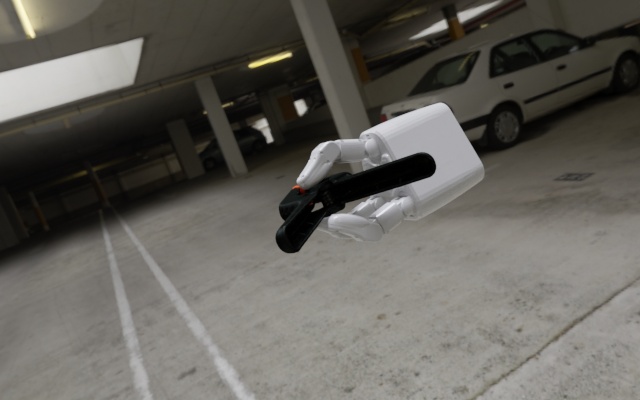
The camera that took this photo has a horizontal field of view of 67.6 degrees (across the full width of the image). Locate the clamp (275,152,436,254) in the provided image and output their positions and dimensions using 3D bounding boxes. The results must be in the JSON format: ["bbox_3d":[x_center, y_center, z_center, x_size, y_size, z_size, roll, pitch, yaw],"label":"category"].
[{"bbox_3d":[0.000,0.001,0.501,0.164,0.036,0.210,-29,10,-22],"label":"clamp"}]
